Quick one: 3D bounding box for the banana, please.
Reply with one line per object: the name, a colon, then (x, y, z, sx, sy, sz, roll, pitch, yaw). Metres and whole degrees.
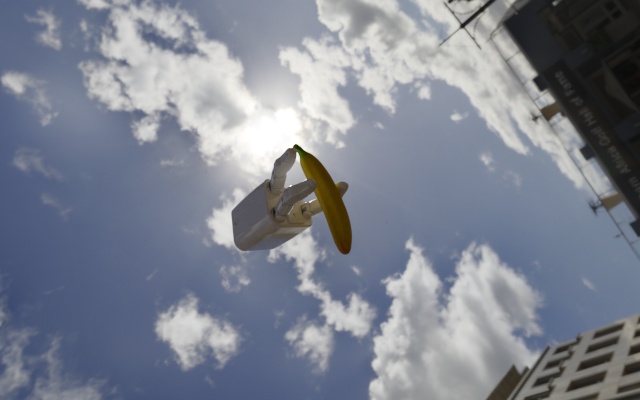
banana: (0.009, -0.002, 0.787, 0.037, 0.197, 0.069, -34, -14, 29)
